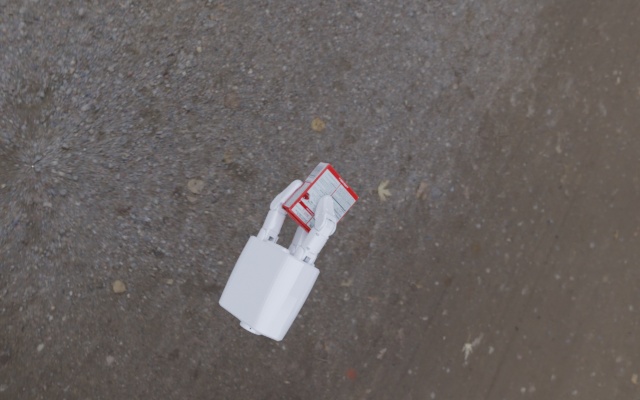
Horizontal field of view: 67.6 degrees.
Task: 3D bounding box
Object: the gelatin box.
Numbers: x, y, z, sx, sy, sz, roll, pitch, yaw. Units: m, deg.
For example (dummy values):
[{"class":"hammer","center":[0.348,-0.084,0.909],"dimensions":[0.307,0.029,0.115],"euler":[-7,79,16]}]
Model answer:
[{"class":"gelatin box","center":[0.001,0.002,0.675],"dimensions":[0.073,0.089,0.030],"euler":[46,-12,-27]}]
